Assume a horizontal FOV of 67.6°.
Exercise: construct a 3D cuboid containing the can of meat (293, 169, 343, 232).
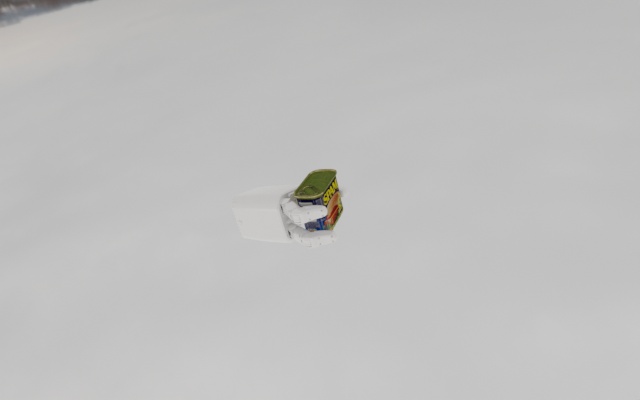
[{"bbox_3d":[0.000,0.003,0.870,0.057,0.084,0.102,0,31,24],"label":"can of meat"}]
